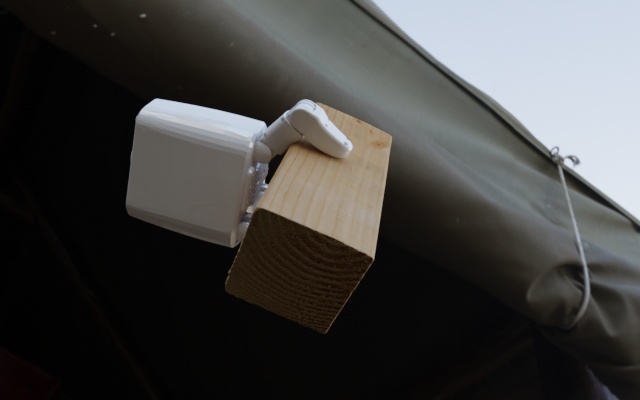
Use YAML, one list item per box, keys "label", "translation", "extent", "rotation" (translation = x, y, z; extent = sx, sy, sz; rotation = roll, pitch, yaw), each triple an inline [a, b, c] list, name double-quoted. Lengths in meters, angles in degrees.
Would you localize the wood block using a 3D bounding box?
- label: "wood block"
  translation: [0.000, 0.001, 0.431]
  extent: [0.090, 0.091, 0.206]
  rotation: [24, 34, -3]
